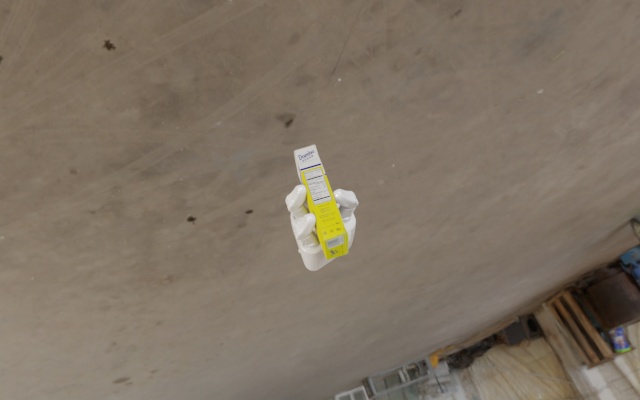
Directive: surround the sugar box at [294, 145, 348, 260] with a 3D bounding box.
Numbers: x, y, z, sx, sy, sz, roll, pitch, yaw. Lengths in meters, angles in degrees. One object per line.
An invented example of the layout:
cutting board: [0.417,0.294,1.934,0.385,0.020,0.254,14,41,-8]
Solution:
sugar box: [0.000,0.003,0.816,0.048,0.176,0.093,-19,-27,-6]
